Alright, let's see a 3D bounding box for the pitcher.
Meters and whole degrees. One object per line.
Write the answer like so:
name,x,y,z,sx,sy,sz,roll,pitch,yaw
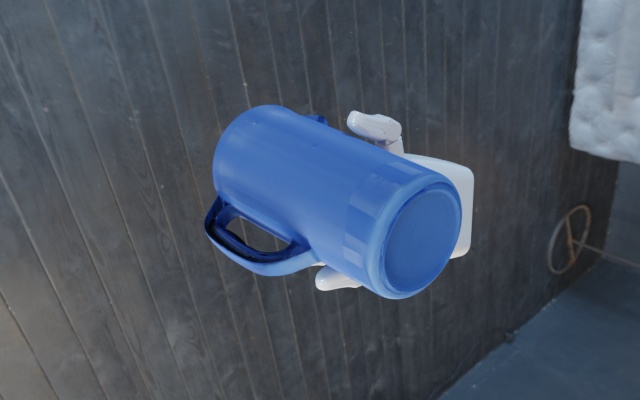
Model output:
pitcher,0.000,0.001,0.456,0.145,0.149,0.242,2,17,-40
